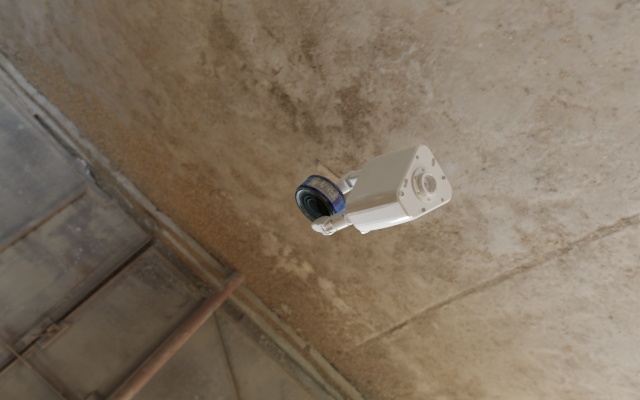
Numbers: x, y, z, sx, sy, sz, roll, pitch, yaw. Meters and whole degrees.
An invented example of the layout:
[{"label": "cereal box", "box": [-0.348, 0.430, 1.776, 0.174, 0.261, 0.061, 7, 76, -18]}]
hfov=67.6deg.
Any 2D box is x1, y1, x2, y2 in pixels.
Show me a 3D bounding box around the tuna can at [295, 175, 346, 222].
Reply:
[{"label": "tuna can", "box": [0.000, 0.003, 0.770, 0.086, 0.086, 0.033, 0, 37, 50]}]
